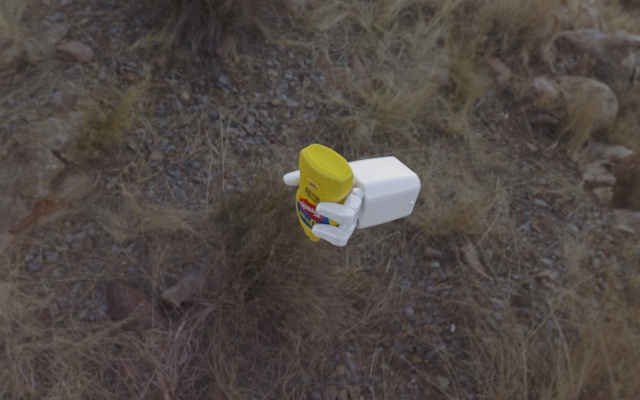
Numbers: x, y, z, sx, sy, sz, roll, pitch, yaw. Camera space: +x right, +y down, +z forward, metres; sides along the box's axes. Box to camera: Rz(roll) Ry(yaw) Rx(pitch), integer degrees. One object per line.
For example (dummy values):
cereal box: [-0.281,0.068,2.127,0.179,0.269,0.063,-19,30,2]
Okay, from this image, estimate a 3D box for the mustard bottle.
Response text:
mustard bottle: [0.000,0.003,0.812,0.096,0.192,0.058,38,53,25]
